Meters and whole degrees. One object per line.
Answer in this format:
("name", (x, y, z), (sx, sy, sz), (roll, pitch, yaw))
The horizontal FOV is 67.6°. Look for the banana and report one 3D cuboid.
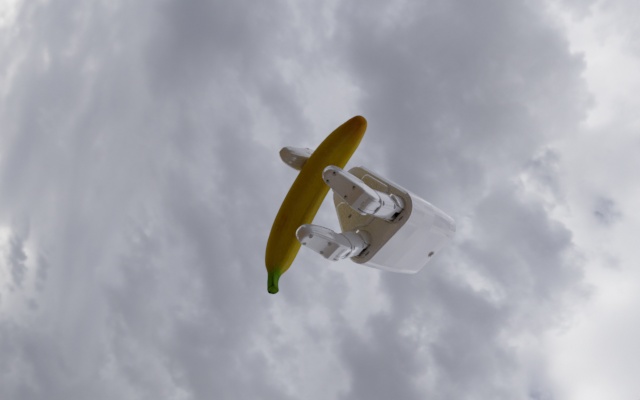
("banana", (-0.010, 0.000, 0.500), (0.037, 0.198, 0.069), (26, 1, -32))
